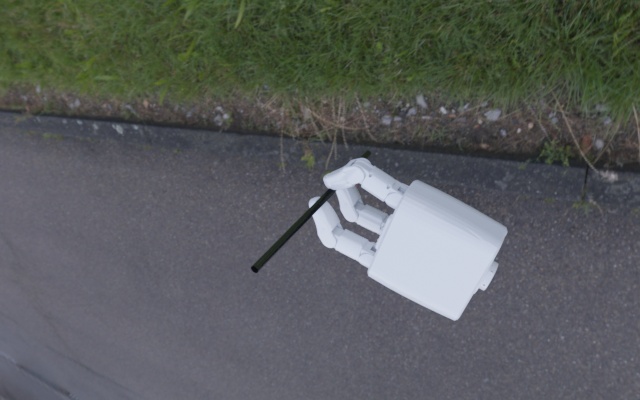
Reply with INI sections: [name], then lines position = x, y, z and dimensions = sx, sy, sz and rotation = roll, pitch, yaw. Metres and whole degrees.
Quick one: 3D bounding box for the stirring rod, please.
[stirring rod]
position = 0.000, 0.002, 0.519
dimensions = 0.011, 0.011, 0.239
rotation = 0, 31, 36
